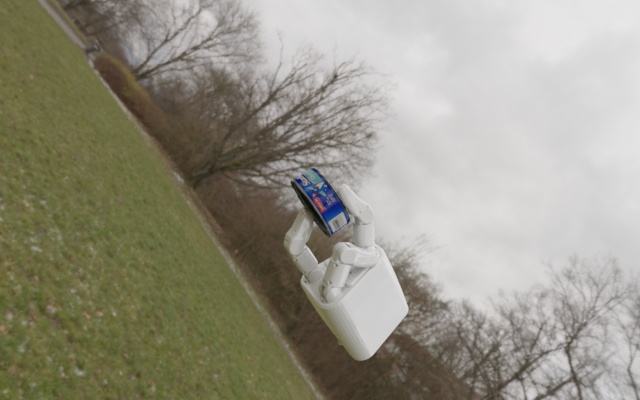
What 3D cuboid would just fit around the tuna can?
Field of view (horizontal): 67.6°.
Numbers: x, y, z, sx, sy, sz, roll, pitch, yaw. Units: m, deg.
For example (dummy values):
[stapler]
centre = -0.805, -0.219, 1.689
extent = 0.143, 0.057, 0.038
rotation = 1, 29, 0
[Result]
[tuna can]
centre = 0.001, 0.002, 0.598
extent = 0.034, 0.086, 0.086
rotation = -35, 5, -8
